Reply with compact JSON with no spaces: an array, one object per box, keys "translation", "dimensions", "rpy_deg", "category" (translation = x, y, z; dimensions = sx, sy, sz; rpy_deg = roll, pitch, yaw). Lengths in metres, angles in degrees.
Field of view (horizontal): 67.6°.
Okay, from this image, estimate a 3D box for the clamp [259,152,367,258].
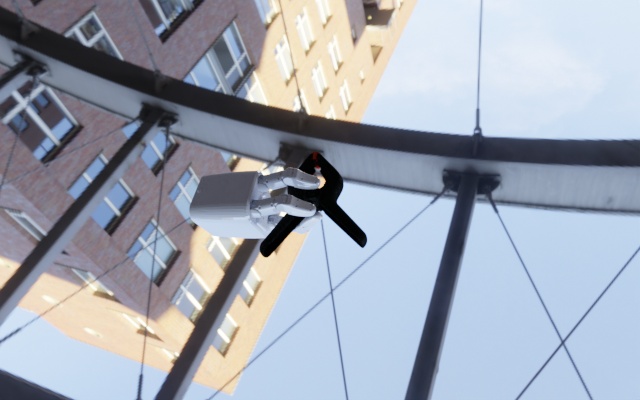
[{"translation":[0.000,0.003,0.771],"dimensions":[0.164,0.209,0.036],"rpy_deg":[-1,-40,14],"category":"clamp"}]
